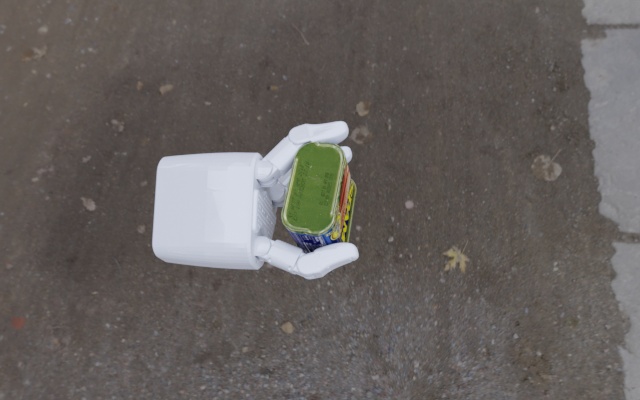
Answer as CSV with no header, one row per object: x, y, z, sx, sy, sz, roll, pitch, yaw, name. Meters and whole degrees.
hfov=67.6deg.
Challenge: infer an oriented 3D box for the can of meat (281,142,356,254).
0.000,0.002,0.490,0.057,0.102,0.084,6,-22,13,can of meat
